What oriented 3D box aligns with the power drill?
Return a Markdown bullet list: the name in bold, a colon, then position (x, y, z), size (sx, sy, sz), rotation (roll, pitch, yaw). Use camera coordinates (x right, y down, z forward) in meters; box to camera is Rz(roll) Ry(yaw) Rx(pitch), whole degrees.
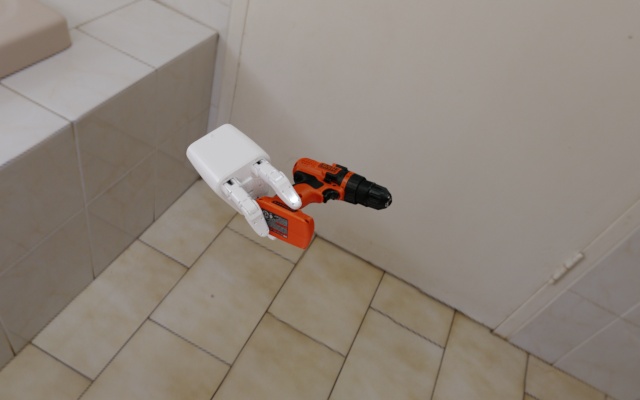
- **power drill**: position (0.000, 0.003, 0.761), size (0.184, 0.057, 0.187), rotation (20, 35, 25)
